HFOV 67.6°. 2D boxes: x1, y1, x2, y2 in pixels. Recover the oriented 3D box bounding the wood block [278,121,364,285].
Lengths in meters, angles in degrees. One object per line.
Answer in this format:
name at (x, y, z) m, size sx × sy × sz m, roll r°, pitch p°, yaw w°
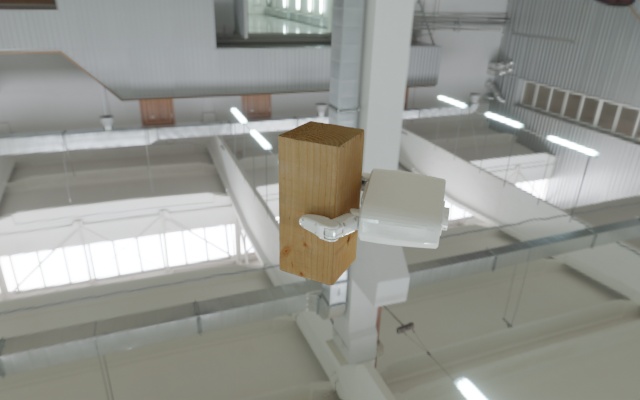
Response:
wood block at (0.000, 0.003, 0.680) m, size 0.090 × 0.206 × 0.090 m, roll 13°, pitch 27°, yaw 24°
